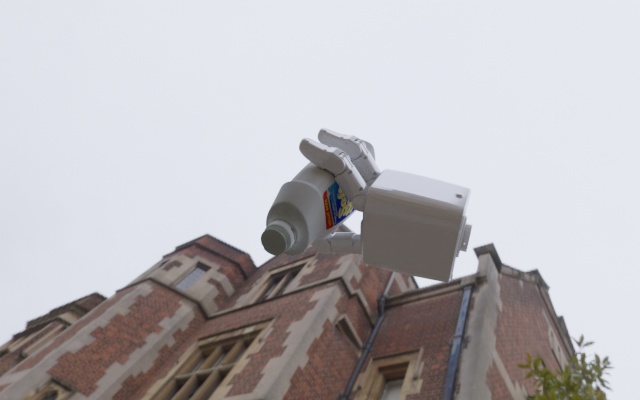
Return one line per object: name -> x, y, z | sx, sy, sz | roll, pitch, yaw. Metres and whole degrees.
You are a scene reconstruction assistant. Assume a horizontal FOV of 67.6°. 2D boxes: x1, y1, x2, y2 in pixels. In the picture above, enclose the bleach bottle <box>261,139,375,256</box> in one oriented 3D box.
bleach bottle -> 0.000, 0.002, 0.569 | 0.068, 0.103, 0.250 | 12, 26, 18
